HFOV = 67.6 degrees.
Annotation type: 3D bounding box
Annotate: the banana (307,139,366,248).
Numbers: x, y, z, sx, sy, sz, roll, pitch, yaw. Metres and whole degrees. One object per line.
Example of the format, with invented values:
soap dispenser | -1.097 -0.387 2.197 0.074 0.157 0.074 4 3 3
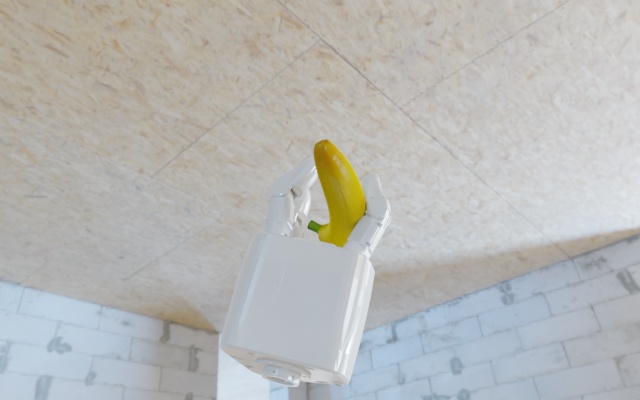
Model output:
banana | 0.016 0.012 0.485 0.069 0.037 0.198 30 -25 10
